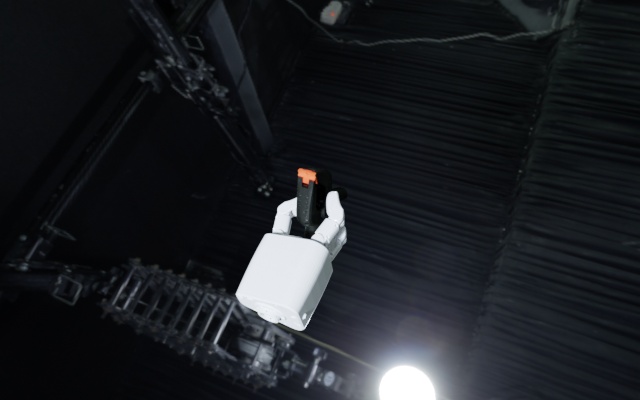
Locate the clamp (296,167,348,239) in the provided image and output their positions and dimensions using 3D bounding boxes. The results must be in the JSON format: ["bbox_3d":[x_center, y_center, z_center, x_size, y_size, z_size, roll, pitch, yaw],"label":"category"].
[{"bbox_3d":[-0.001,0.002,0.769,0.036,0.164,0.210,16,-30,17],"label":"clamp"}]
